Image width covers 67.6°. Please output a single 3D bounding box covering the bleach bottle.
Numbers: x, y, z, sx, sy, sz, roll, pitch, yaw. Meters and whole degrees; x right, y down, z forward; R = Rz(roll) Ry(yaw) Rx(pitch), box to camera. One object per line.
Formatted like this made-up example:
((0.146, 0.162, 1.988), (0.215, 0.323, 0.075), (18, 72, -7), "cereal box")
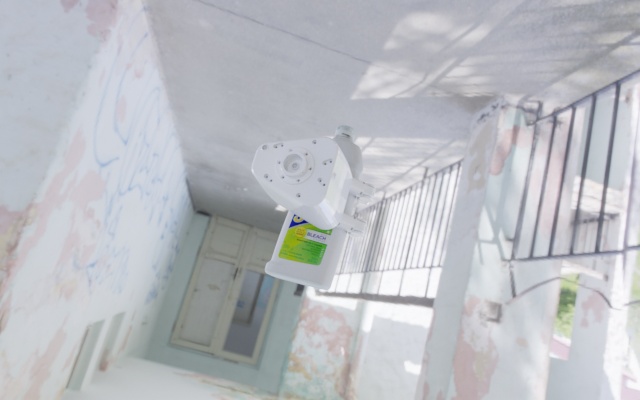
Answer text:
((0.000, 0.002, 0.728), (0.102, 0.250, 0.068), (12, -14, 15), "bleach bottle")
